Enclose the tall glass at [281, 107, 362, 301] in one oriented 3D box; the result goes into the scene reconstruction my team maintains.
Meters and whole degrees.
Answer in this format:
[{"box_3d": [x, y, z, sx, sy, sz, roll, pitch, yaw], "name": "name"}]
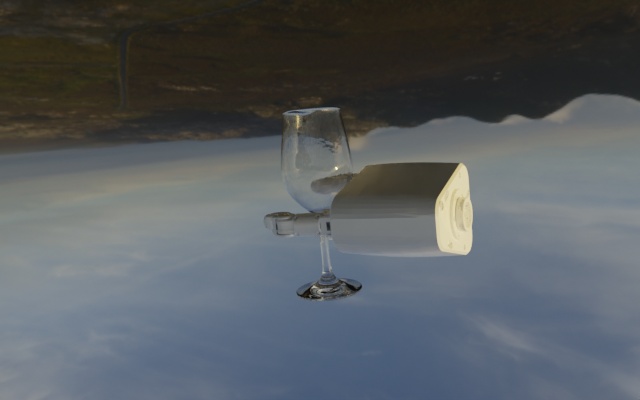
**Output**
[{"box_3d": [0.000, 0.002, 0.522, 0.079, 0.201, 0.079, -6, 7, 1], "name": "tall glass"}]
